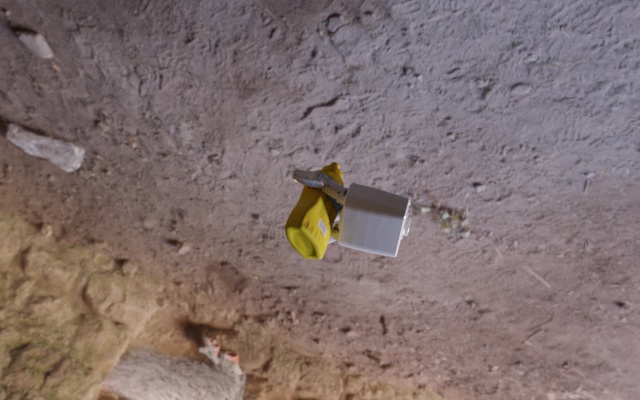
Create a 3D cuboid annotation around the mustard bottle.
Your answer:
[{"bbox_3d":[0.000,0.003,0.850,0.058,0.191,0.096,-3,-44,30],"label":"mustard bottle"}]
